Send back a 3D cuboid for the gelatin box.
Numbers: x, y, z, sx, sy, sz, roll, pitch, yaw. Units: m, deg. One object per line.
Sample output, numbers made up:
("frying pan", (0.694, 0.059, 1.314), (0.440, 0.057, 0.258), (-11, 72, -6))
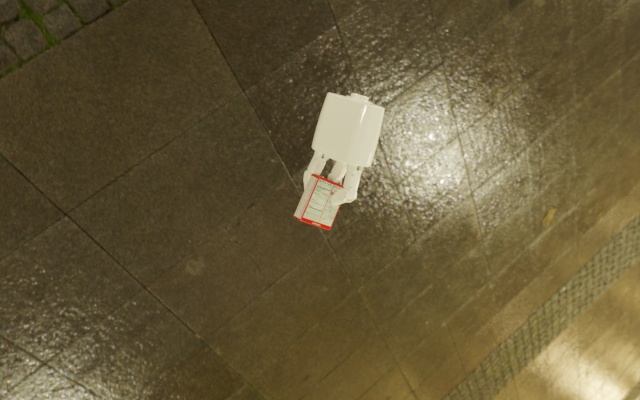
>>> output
("gelatin box", (0.000, 0.003, 0.886), (0.073, 0.089, 0.030), (20, 4, -38))
